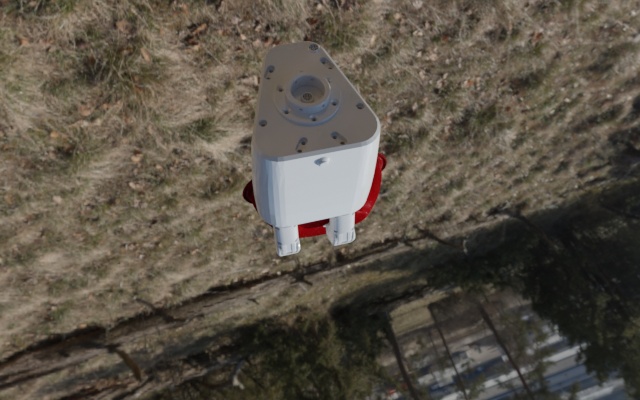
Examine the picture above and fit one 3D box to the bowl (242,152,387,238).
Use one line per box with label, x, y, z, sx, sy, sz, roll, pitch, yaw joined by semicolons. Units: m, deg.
bowl;0.000;0.002;0.520;0.162;0.055;0.162;-13;-15;-3
